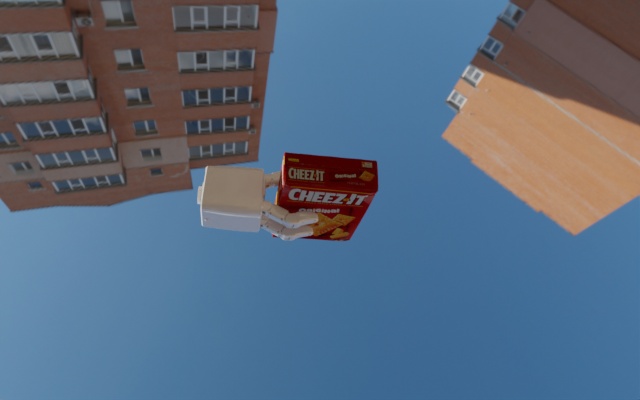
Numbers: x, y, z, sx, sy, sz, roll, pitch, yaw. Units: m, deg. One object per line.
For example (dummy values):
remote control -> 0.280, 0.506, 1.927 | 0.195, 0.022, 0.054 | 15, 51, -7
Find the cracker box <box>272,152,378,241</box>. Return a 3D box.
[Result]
cracker box -> 0.000, 0.003, 0.891 | 0.164, 0.072, 0.214 | 4, -29, -10
